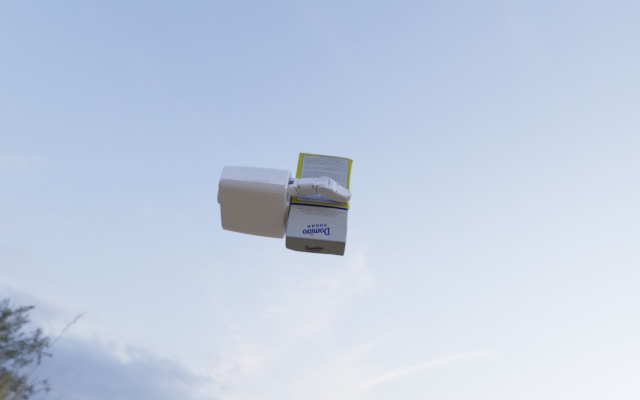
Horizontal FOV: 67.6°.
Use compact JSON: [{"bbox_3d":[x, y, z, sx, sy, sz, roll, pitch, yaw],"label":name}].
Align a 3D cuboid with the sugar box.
[{"bbox_3d":[0.000,0.003,0.770,0.093,0.176,0.048,7,-37,2],"label":"sugar box"}]
